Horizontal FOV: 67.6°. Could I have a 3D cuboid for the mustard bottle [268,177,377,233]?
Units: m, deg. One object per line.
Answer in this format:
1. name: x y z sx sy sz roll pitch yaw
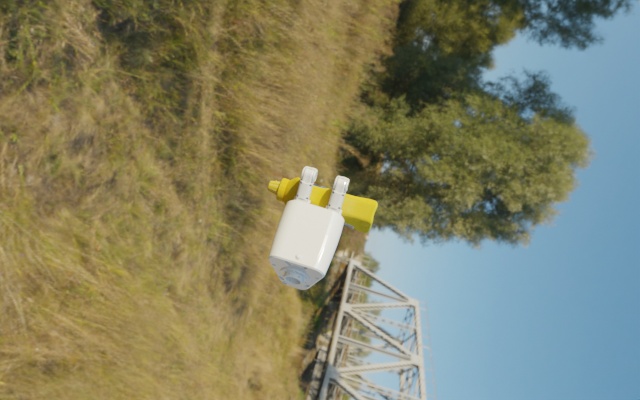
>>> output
1. mustard bottle: 0.000 0.003 0.835 0.191 0.058 0.096 17 -7 4
